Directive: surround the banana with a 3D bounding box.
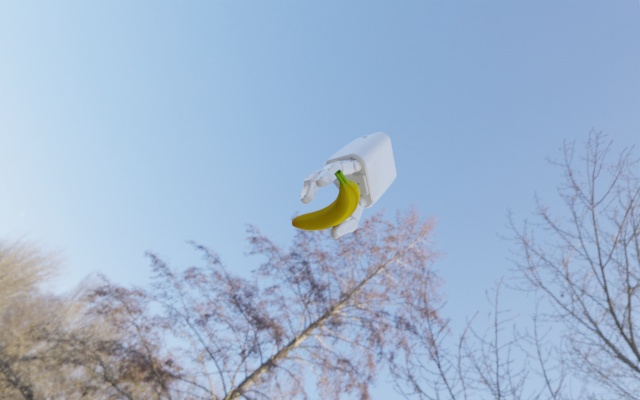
[{"bbox_3d":[0.016,0.013,0.817,0.037,0.069,0.198,-52,3,-39],"label":"banana"}]
